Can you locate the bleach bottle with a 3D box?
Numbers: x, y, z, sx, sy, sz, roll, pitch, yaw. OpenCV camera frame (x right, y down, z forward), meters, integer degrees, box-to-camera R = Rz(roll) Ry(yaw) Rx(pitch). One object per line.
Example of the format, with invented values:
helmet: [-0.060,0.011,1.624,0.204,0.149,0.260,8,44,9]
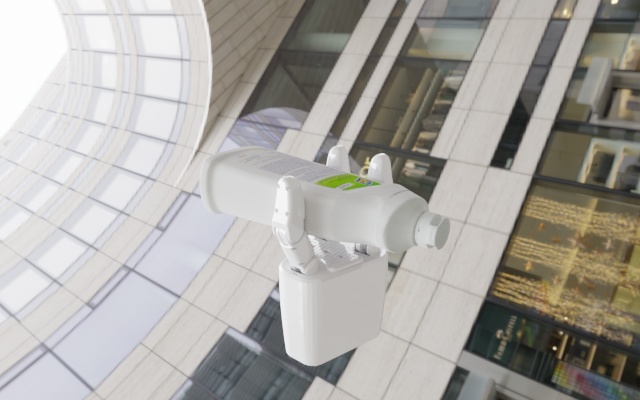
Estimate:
bleach bottle: [0.000,0.001,0.468,0.251,0.068,0.102,17,27,36]
